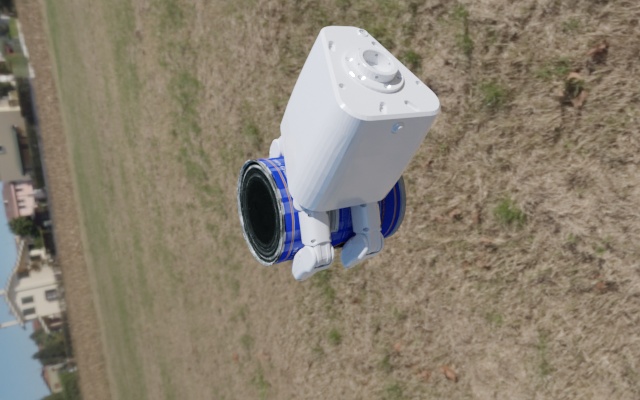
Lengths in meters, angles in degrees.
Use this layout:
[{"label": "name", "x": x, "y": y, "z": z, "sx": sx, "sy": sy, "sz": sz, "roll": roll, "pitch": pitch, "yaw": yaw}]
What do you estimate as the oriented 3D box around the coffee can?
[{"label": "coffee can", "x": 0.000, "y": 0.002, "z": 0.485, "sx": 0.140, "sy": 0.103, "sz": 0.103, "roll": -10, "pitch": 5, "yaw": -30}]
